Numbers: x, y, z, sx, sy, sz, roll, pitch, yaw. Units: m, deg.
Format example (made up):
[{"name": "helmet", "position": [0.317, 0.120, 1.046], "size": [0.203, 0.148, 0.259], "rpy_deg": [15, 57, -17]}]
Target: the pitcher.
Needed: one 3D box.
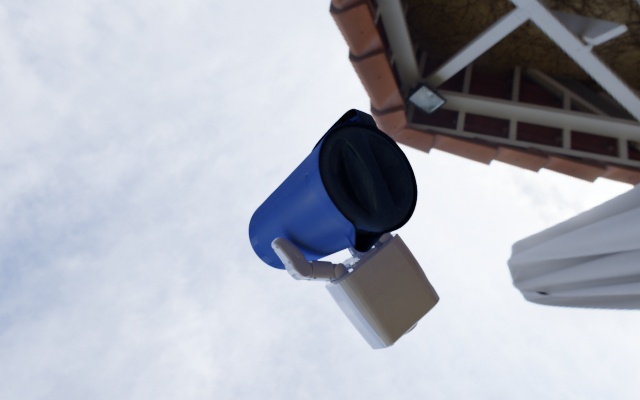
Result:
[{"name": "pitcher", "position": [0.000, 0.002, 0.620], "size": [0.149, 0.145, 0.243], "rpy_deg": [-38, 2, -37]}]
